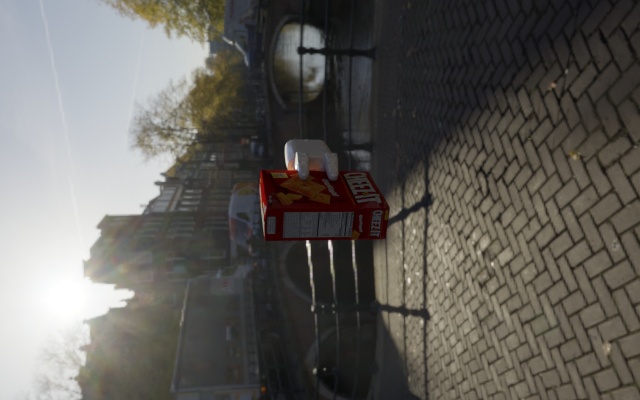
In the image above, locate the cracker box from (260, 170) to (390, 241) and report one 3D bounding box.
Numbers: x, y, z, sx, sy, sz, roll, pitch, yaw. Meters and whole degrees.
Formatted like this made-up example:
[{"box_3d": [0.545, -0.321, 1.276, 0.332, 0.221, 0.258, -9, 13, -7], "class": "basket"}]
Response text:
[{"box_3d": [0.000, 0.003, 0.868, 0.214, 0.072, 0.164, 0, 27, -10], "class": "cracker box"}]
